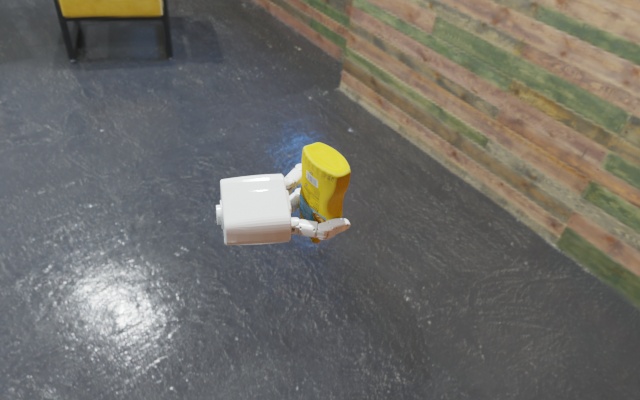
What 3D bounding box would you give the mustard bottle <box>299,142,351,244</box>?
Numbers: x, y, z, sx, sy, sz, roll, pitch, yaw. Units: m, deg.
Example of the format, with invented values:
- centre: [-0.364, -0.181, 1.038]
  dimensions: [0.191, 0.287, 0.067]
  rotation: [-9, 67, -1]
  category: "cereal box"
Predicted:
- centre: [0.000, 0.002, 0.824]
  dimensions: [0.058, 0.192, 0.096]
  rotation: [-23, 49, -31]
  category: "mustard bottle"
